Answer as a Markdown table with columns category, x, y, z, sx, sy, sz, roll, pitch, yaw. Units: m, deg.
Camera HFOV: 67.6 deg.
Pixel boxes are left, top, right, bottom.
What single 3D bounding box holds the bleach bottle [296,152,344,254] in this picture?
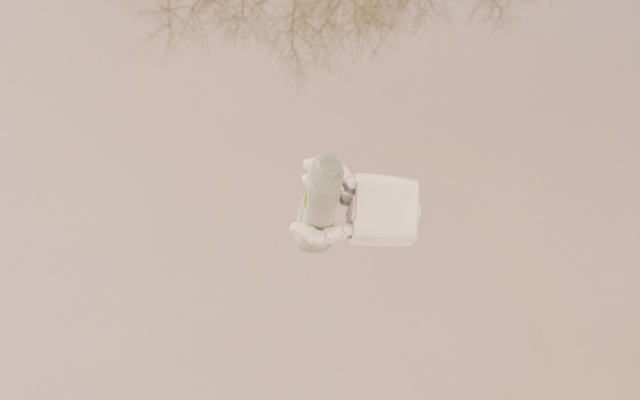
| category | x | y | z | sx | sy | sz | roll | pitch | yaw |
| --- | --- | --- | --- | --- | --- | --- | --- | --- | --- |
| bleach bottle | 0.000 | 0.002 | 0.780 | 0.068 | 0.102 | 0.251 | 4 | -23 | -5 |
